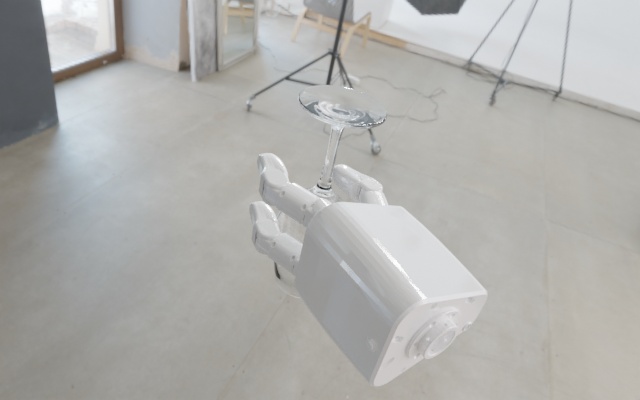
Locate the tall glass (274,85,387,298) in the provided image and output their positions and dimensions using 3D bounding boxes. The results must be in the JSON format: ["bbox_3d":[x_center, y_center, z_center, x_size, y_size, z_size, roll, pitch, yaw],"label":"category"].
[{"bbox_3d":[0.000,0.001,0.446,0.079,0.201,0.079,9,36,-6],"label":"tall glass"}]
